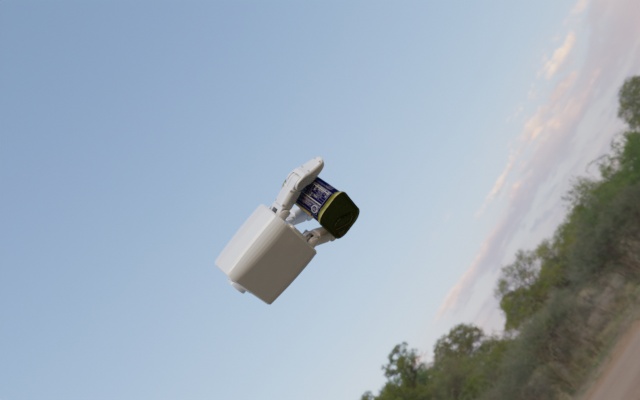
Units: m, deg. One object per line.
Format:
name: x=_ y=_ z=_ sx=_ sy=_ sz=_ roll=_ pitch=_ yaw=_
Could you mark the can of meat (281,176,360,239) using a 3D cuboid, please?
can of meat: x=0.000 y=0.002 z=0.703 sx=0.084 sy=0.057 sz=0.102 roll=35 pitch=-4 yaw=29
